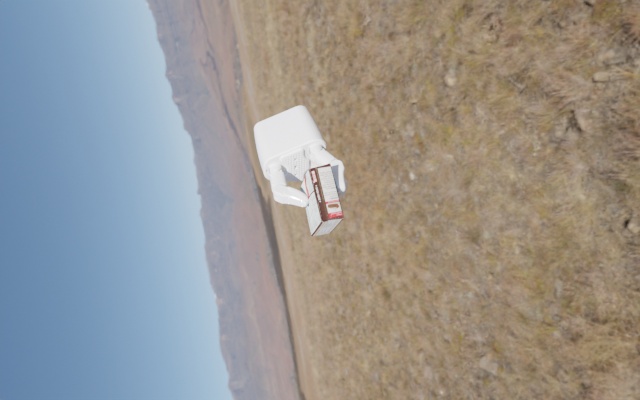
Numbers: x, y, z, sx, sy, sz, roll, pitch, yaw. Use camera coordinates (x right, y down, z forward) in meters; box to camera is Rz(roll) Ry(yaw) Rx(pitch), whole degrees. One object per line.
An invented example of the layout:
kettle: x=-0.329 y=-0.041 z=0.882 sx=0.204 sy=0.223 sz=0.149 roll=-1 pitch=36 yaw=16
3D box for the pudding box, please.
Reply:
pudding box: x=0.000 y=0.002 z=0.764 sx=0.039 sy=0.090 sz=0.113 roll=-12 pitch=-13 yaw=-11
